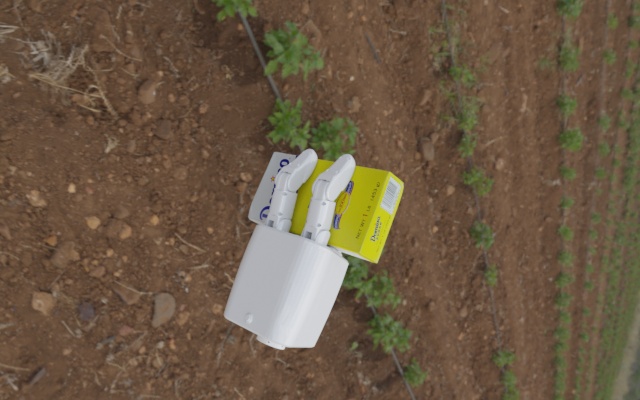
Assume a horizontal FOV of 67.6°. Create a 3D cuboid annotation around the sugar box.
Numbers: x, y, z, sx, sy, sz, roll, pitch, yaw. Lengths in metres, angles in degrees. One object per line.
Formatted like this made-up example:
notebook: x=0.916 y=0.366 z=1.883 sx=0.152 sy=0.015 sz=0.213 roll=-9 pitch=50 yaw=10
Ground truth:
sugar box: x=0.000 y=0.002 z=0.547 sx=0.176 sy=0.093 sz=0.048 roll=14 pitch=-13 yaw=38
